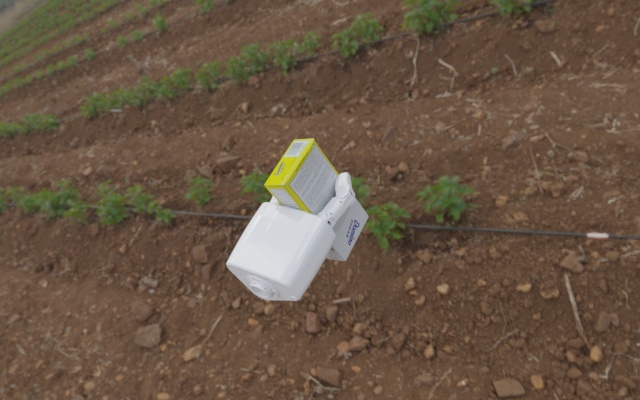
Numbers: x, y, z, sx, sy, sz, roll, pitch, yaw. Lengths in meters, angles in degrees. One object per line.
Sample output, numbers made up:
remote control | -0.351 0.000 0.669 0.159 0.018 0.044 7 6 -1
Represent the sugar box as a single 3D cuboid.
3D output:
sugar box | 0.000 0.002 0.708 0.048 0.093 0.176 4 -39 40
